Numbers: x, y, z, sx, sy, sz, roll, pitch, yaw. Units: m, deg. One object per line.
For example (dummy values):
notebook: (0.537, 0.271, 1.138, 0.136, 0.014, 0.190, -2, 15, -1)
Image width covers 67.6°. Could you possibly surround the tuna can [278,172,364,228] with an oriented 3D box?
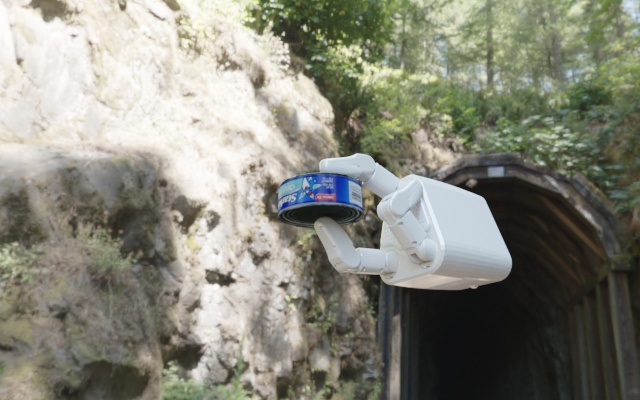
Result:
tuna can: (0.000, 0.001, 0.480, 0.086, 0.033, 0.086, -1, -18, 0)
